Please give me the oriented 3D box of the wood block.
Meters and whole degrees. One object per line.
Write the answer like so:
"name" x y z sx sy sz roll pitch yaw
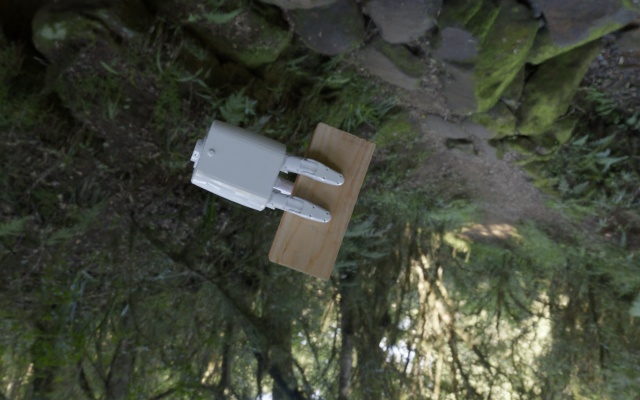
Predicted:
"wood block" 0.000 0.002 0.710 0.090 0.206 0.091 20 -4 -6
